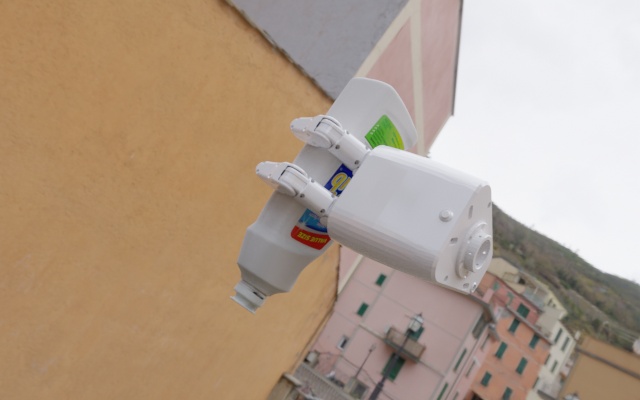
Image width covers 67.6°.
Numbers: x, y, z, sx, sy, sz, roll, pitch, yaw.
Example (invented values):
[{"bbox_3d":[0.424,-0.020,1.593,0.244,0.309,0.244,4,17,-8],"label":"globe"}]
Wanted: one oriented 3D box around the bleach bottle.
[{"bbox_3d":[0.000,0.001,0.478,0.068,0.250,0.103,23,-17,39],"label":"bleach bottle"}]
